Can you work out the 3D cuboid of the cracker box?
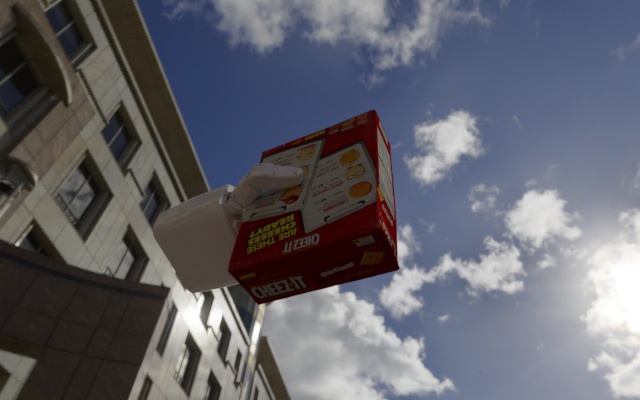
[{"bbox_3d":[0.000,0.002,0.547,0.164,0.072,0.213,-18,37,19],"label":"cracker box"}]
